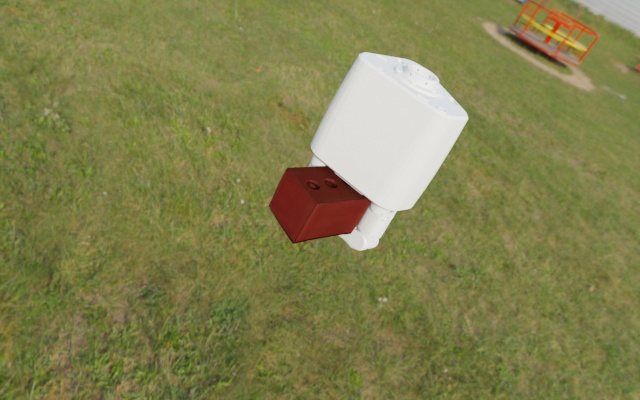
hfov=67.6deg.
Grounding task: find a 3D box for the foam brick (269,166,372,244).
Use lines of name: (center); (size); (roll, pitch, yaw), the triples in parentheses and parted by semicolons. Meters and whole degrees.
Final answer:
foam brick: (0.000, 0.002, 0.463); (0.078, 0.051, 0.053); (-7, 47, -41)
